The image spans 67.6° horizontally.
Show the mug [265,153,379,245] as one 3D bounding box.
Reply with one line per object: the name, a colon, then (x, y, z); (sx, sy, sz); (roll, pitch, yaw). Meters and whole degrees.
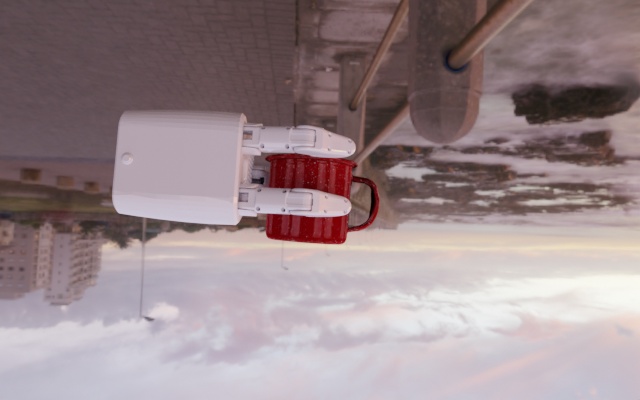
mug: (0.002, 0.002, 0.478); (0.117, 0.081, 0.093); (4, -3, 0)
